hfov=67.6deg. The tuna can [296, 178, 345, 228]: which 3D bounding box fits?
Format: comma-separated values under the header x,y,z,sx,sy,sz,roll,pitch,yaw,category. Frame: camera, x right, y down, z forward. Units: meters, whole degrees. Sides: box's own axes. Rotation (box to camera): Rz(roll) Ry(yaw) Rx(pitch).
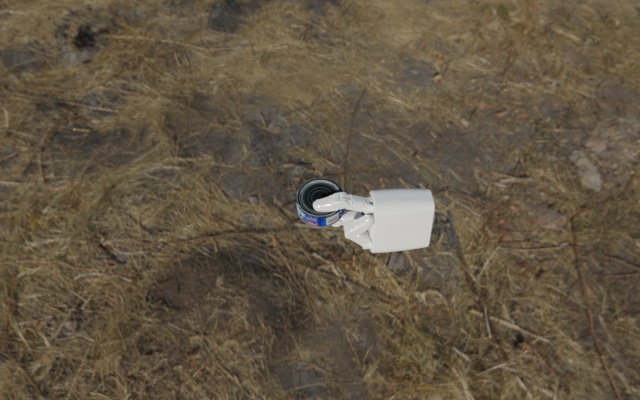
x,y,z,sx,sy,sz,roll,pitch,yaw,category
0.000,0.002,0.839,0.086,0.086,0.034,0,-35,2,tuna can
